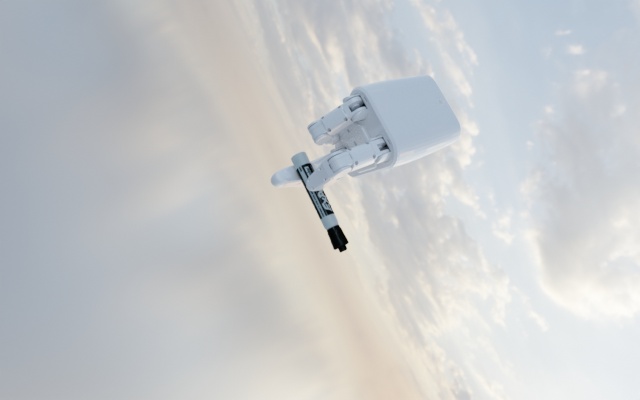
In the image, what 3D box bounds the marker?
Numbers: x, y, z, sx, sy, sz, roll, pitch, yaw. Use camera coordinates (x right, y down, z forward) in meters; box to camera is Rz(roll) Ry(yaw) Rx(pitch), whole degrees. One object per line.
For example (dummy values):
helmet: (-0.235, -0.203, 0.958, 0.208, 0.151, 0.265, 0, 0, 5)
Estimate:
marker: (0.000, 0.002, 0.533, 0.020, 0.121, 0.020, -25, -12, -5)
